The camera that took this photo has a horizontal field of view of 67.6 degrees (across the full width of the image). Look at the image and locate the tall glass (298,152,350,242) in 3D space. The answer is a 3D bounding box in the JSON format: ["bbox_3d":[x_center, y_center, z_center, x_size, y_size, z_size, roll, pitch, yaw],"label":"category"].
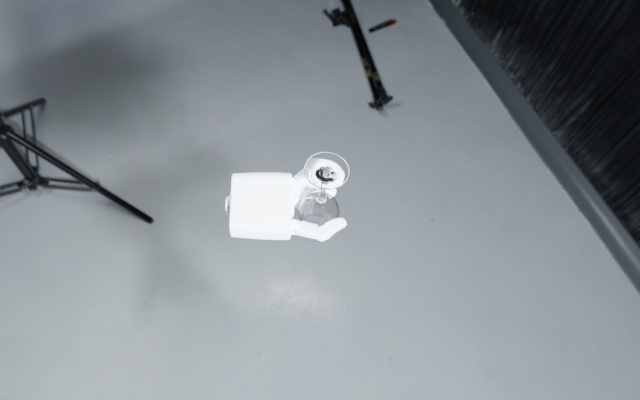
[{"bbox_3d":[0.000,0.003,0.856,0.079,0.079,0.201,0,-32,-6],"label":"tall glass"}]
